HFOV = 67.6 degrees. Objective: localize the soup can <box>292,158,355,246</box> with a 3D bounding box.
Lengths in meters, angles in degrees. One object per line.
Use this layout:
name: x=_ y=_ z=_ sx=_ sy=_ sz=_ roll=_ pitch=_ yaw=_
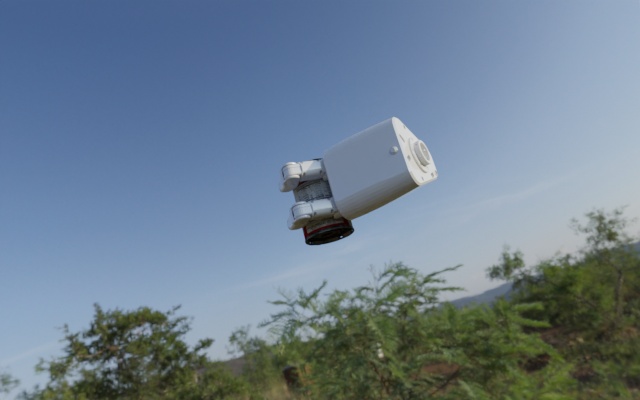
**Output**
soup can: x=0.000 y=0.002 z=0.651 sx=0.068 sy=0.102 sz=0.068 roll=-14 pitch=-18 yaw=-5
